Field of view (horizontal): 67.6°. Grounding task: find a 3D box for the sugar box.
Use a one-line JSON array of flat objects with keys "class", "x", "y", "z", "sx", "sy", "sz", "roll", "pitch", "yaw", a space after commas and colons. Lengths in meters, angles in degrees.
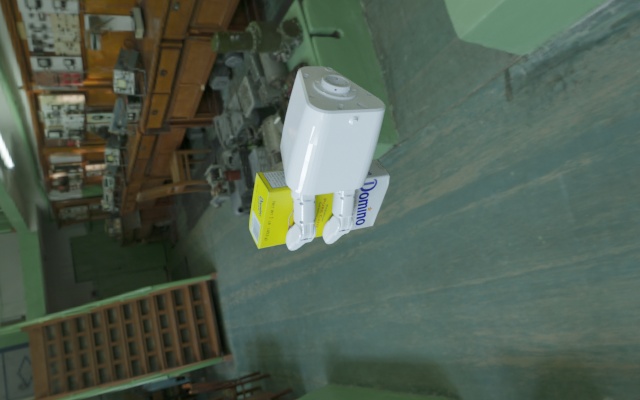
[{"class": "sugar box", "x": 0.000, "y": 0.002, "z": 0.614, "sx": 0.176, "sy": 0.093, "sz": 0.048, "roll": -8, "pitch": 43, "yaw": -27}]
